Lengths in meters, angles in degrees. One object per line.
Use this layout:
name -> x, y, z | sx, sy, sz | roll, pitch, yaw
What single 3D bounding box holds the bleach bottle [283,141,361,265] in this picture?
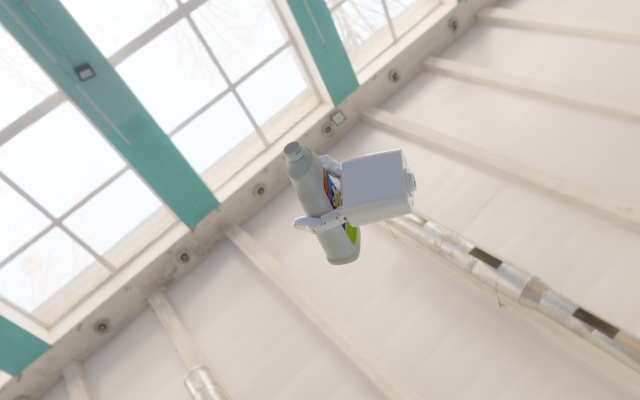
bleach bottle -> 0.000, 0.003, 0.838 | 0.068, 0.102, 0.251 | -12, -46, 20
